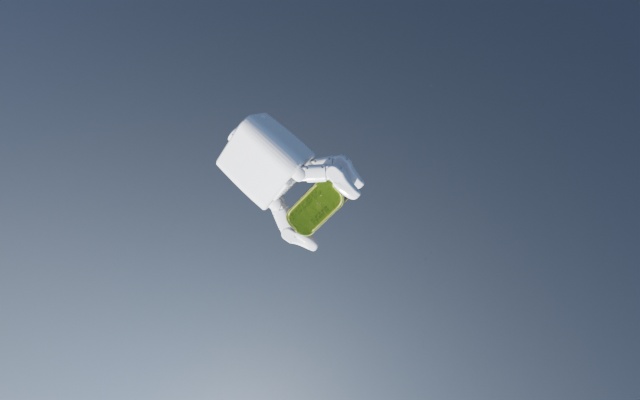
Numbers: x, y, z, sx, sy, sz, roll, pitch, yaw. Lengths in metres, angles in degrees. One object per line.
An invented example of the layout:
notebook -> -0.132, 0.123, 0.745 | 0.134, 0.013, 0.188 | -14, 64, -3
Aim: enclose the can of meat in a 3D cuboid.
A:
can of meat -> 0.000, 0.003, 0.741 | 0.102, 0.057, 0.084 | -45, 0, 19
